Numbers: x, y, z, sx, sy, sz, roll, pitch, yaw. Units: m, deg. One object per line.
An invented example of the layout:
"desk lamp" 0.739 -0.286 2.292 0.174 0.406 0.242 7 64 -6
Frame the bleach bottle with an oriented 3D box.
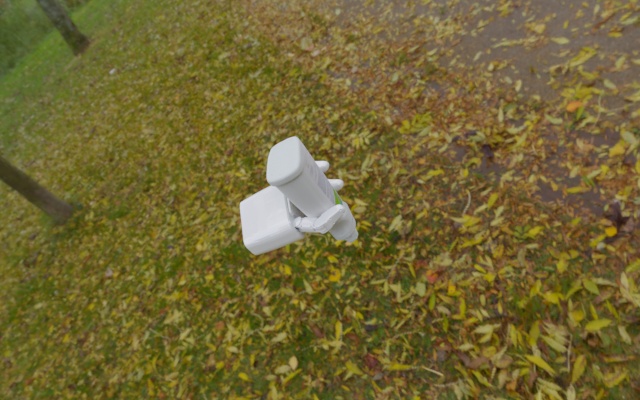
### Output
"bleach bottle" 0.000 0.003 0.869 0.068 0.102 0.251 -24 -49 20
